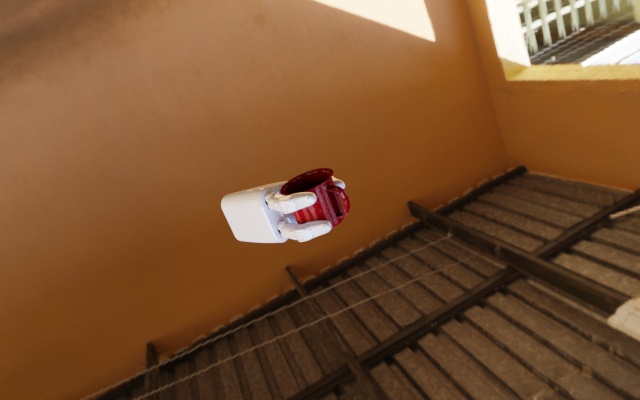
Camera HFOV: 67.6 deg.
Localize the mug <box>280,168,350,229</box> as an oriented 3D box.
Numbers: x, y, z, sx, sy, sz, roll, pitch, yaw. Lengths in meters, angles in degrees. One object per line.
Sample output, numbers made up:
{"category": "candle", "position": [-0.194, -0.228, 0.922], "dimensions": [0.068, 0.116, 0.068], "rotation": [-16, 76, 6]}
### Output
{"category": "mug", "position": [0.001, 0.003, 0.781], "dimensions": [0.117, 0.081, 0.093], "rotation": [-3, 28, 40]}
